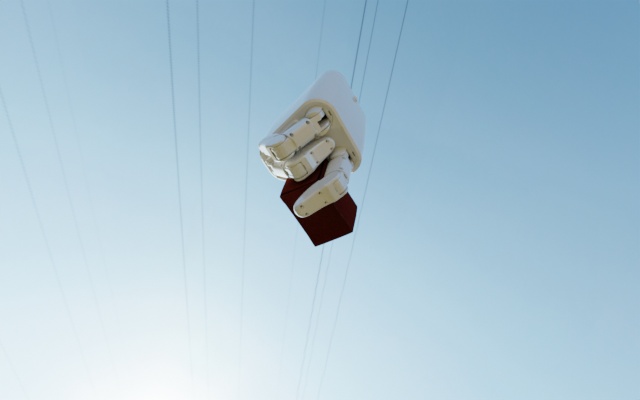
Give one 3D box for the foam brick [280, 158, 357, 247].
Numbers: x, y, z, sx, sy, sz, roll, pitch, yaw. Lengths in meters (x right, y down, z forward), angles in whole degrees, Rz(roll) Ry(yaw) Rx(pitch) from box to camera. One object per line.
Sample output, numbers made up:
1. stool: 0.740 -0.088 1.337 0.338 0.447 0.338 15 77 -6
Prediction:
1. foam brick: 0.000 0.002 0.540 0.053 0.078 0.051 -21 28 24
